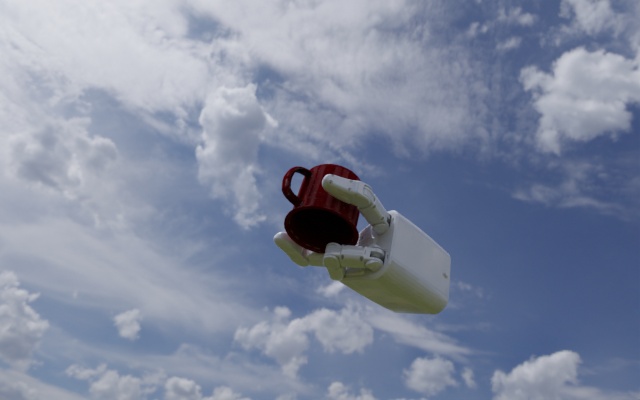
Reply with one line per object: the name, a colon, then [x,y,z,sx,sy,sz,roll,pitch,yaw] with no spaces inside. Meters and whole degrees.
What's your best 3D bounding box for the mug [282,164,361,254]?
mug: [-0.001,0.001,0.598,0.117,0.081,0.093,36,-44,-22]
